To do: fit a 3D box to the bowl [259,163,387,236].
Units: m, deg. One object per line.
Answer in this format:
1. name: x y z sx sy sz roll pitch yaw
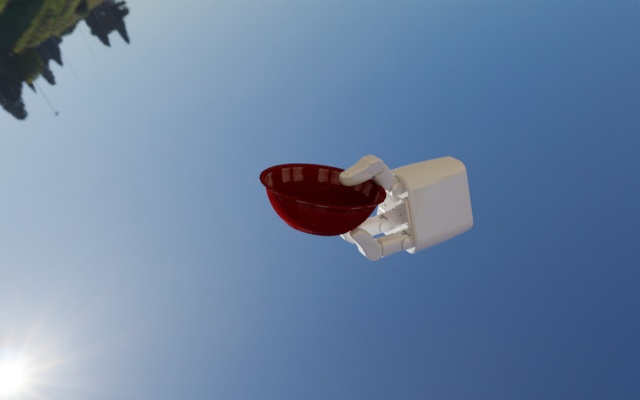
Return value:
1. bowl: -0.001 0.002 0.611 0.162 0.055 0.162 8 20 -3
